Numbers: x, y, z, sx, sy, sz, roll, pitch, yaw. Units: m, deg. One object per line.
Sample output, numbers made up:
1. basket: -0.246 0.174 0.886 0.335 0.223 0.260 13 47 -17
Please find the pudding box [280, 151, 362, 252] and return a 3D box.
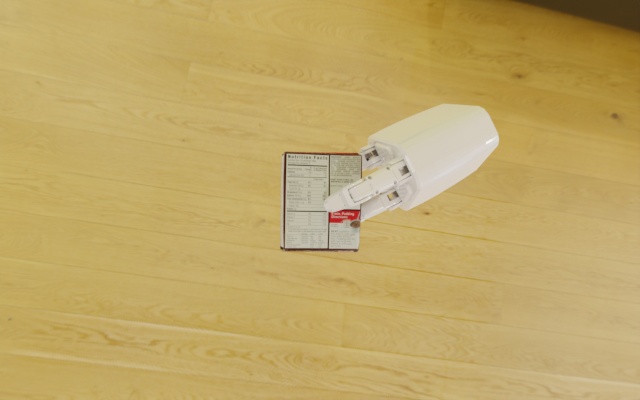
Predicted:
1. pudding box: 0.000 0.002 0.543 0.090 0.113 0.039 1 -3 -7
